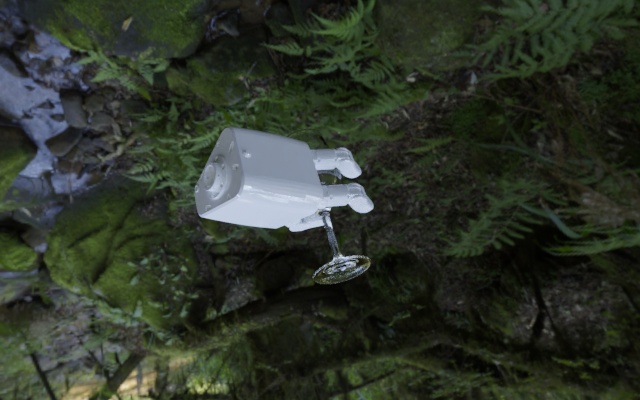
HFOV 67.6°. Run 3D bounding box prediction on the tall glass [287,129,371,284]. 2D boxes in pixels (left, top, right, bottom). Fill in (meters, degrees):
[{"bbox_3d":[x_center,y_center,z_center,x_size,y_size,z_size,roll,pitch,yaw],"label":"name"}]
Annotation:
[{"bbox_3d":[0.000,0.003,0.625,0.079,0.201,0.079,-13,-29,-7],"label":"tall glass"}]
